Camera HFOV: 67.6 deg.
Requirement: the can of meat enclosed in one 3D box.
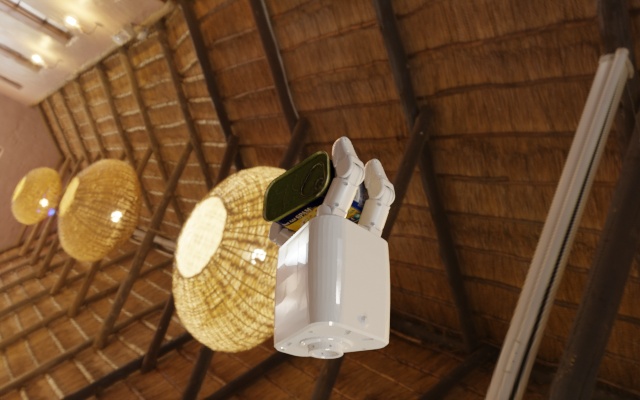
[{"bbox_3d":[0.000,0.002,0.534,0.102,0.057,0.084,-29,-44,35],"label":"can of meat"}]
